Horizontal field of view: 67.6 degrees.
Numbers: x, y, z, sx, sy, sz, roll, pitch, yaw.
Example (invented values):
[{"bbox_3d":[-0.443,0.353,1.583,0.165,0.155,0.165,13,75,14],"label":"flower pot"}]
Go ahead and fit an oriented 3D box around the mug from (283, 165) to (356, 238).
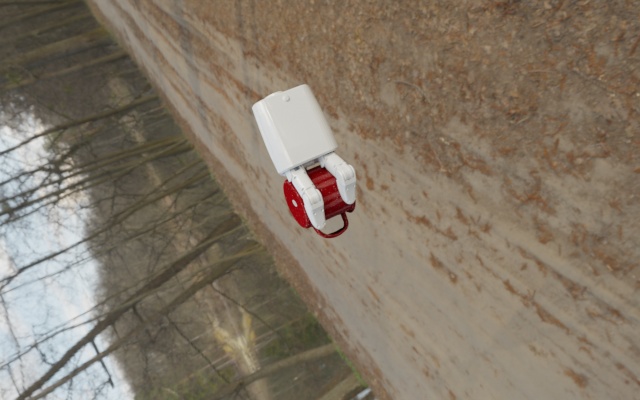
[{"bbox_3d":[0.000,0.004,0.730,0.081,0.117,0.093,-24,0,-18],"label":"mug"}]
